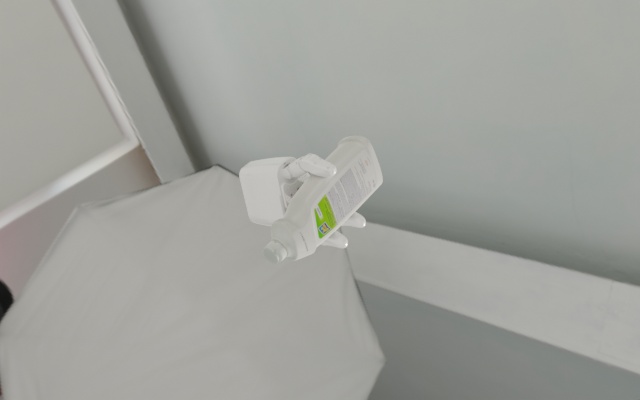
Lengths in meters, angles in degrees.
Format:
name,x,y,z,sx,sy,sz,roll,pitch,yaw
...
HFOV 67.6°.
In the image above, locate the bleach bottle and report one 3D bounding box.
name,x,y,z,sx,sy,sz,roll,pitch,yaw
bleach bottle,0.000,0.002,0.739,0.068,0.103,0.250,2,35,44
